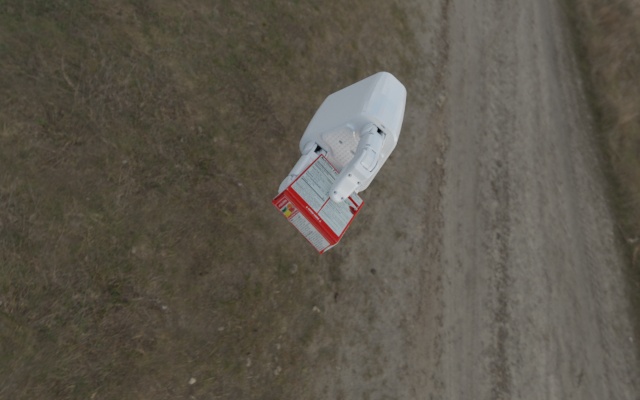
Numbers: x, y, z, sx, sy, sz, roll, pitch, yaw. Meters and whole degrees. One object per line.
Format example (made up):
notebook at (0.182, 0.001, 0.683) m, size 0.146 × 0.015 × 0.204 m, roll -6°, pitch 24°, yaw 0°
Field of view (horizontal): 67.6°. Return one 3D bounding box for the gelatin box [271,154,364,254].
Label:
gelatin box at (0.000, 0.002, 0.498) m, size 0.030 × 0.073 × 0.089 m, roll -38°, pitch 8°, yaw 37°
